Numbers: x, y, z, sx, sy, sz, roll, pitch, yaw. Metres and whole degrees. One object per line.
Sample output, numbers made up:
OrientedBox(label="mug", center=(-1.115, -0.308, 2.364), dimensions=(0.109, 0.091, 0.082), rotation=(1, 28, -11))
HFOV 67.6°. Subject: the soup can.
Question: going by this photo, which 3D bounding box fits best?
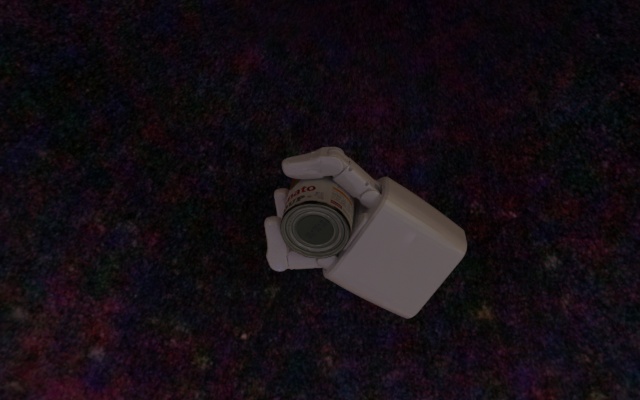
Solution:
OrientedBox(label="soup can", center=(0.000, 0.001, 0.481), dimensions=(0.068, 0.068, 0.102), rotation=(0, 34, 7))
